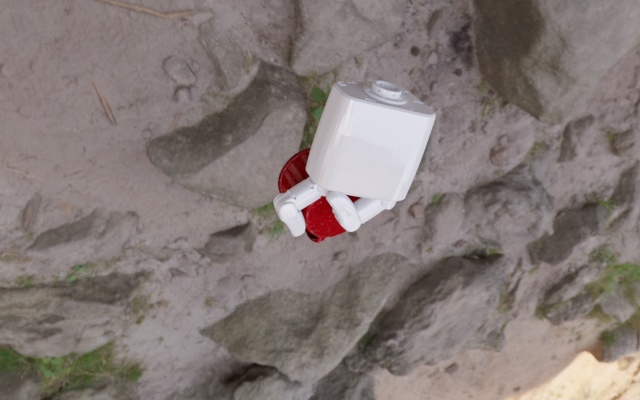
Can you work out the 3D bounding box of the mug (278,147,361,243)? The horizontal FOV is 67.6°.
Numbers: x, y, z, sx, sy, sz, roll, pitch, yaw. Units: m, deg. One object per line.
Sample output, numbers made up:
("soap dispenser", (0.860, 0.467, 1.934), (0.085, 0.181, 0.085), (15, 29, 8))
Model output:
("mug", (0.000, 0.003, 0.605), (0.093, 0.117, 0.081), (-1, 35, -27))
